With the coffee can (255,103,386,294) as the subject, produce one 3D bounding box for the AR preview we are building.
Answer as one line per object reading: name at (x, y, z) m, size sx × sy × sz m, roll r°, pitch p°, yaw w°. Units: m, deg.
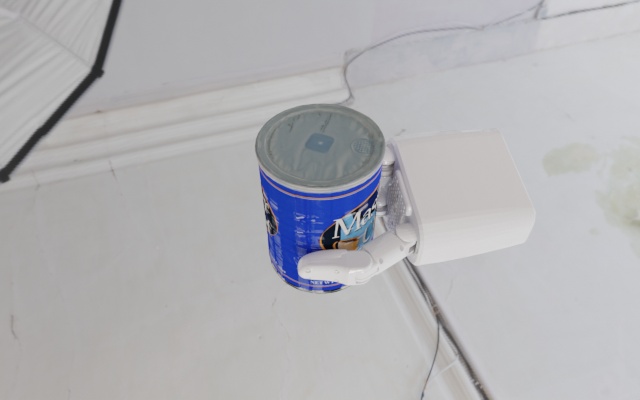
coffee can at (0.000, 0.001, 0.424) m, size 0.103 × 0.102 × 0.140 m, roll 0°, pitch -43°, yaw 0°
